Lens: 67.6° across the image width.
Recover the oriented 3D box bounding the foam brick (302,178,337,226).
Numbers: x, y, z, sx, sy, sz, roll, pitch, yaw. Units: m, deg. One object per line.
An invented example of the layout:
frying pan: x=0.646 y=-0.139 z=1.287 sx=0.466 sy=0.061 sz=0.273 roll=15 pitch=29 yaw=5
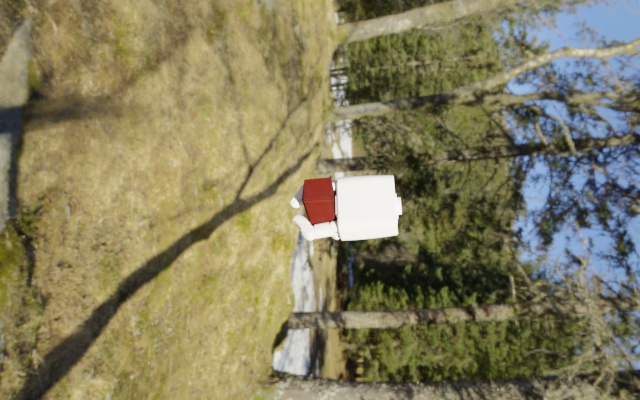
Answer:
foam brick: x=0.000 y=0.003 z=0.872 sx=0.051 sy=0.053 sz=0.078 roll=-4 pitch=-39 yaw=9
